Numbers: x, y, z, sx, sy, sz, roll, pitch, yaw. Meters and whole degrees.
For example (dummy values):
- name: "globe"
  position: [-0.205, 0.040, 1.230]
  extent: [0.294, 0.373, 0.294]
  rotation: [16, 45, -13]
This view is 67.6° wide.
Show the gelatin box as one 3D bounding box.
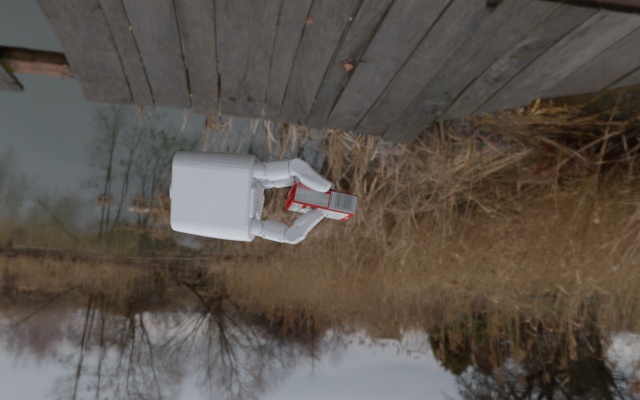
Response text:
- name: "gelatin box"
  position: [0.000, 0.003, 0.657]
  extent: [0.089, 0.030, 0.073]
  rotation: [12, -10, -8]
